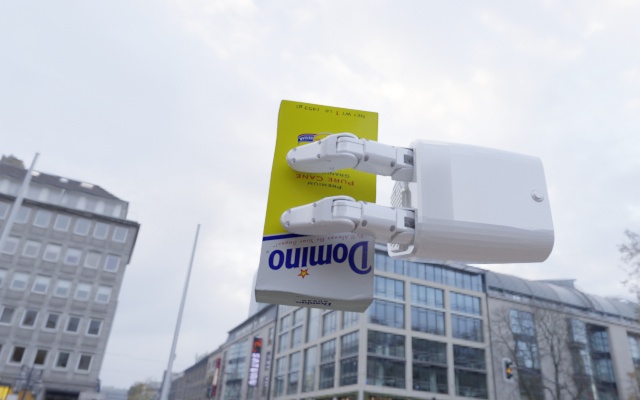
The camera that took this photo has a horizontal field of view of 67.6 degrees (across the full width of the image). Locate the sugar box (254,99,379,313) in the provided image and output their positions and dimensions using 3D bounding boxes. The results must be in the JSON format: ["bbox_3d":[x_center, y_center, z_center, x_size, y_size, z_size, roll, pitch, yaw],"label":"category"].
[{"bbox_3d":[0.000,0.001,0.409,0.093,0.176,0.048,6,-27,-4],"label":"sugar box"}]
